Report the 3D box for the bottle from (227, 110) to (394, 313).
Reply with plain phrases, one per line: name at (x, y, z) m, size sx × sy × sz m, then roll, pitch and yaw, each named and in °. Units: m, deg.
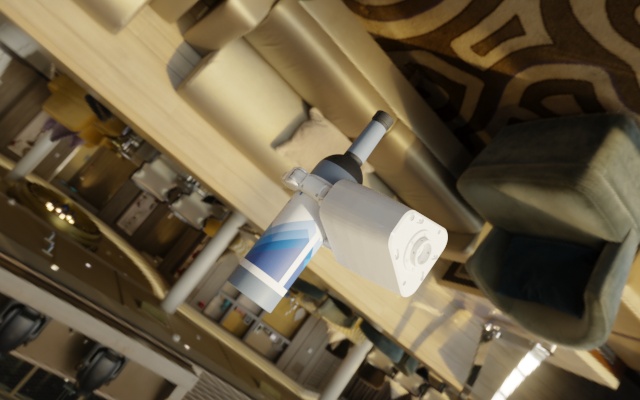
bottle at (0.000, 0.002, 0.608) m, size 0.069 × 0.295 × 0.069 m, roll 35°, pitch -13°, yaw 9°
